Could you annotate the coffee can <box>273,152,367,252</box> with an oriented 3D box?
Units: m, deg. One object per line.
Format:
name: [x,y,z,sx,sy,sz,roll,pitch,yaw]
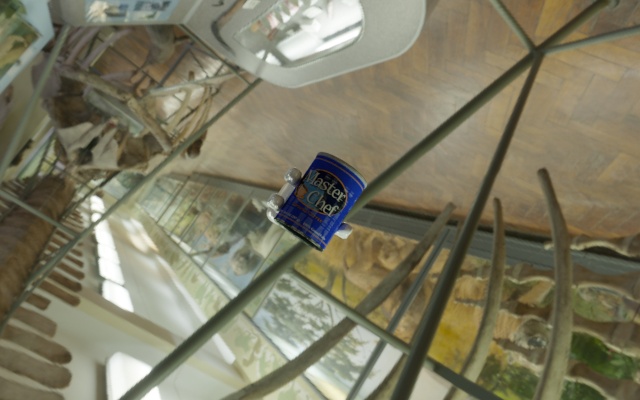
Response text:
coffee can: [0.000,0.003,0.820,0.103,0.140,0.103,32,-10,7]
